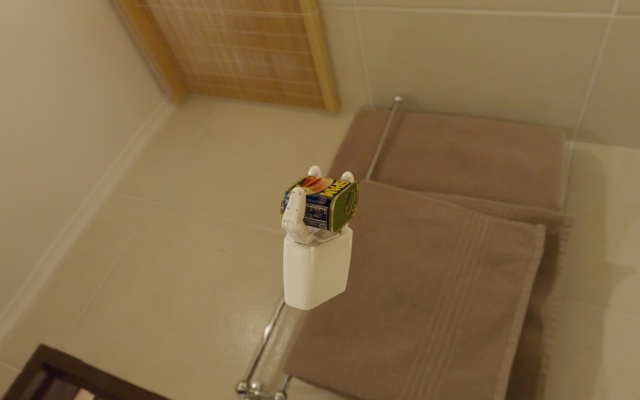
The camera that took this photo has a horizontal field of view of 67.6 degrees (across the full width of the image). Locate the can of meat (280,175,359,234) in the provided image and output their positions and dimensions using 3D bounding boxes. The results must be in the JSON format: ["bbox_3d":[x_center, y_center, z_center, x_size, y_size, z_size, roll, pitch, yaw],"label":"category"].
[{"bbox_3d":[0.000,0.002,0.703,0.084,0.057,0.102,11,23,22],"label":"can of meat"}]
